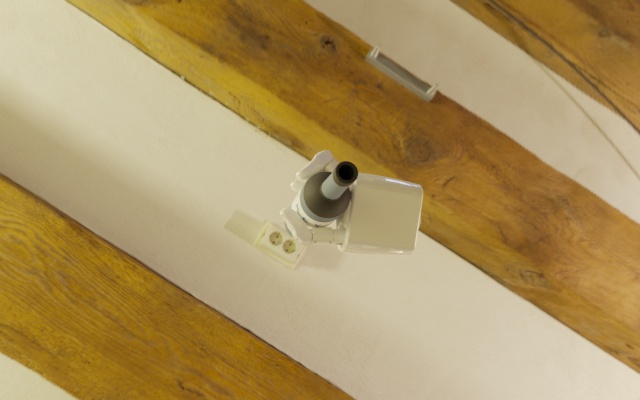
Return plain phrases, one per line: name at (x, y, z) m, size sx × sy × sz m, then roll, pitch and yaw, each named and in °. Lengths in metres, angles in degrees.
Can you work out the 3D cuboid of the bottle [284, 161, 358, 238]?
bottle at (0.000, 0.002, 0.681) m, size 0.069 × 0.069 × 0.296 m, roll 0°, pitch -13°, yaw -12°
